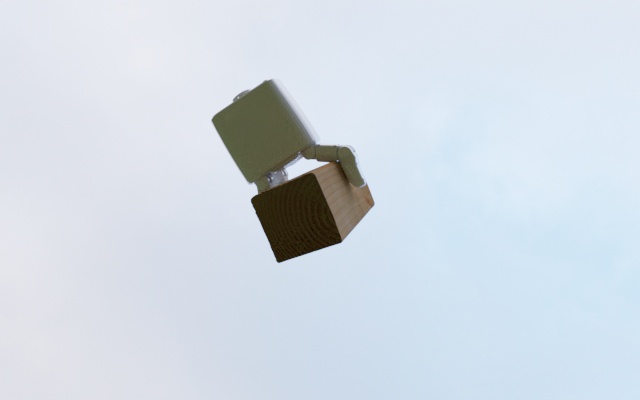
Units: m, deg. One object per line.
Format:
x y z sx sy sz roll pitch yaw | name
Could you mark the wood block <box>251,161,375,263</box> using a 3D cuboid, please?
0.000 0.002 0.652 0.091 0.090 0.206 -21 5 20 | wood block
